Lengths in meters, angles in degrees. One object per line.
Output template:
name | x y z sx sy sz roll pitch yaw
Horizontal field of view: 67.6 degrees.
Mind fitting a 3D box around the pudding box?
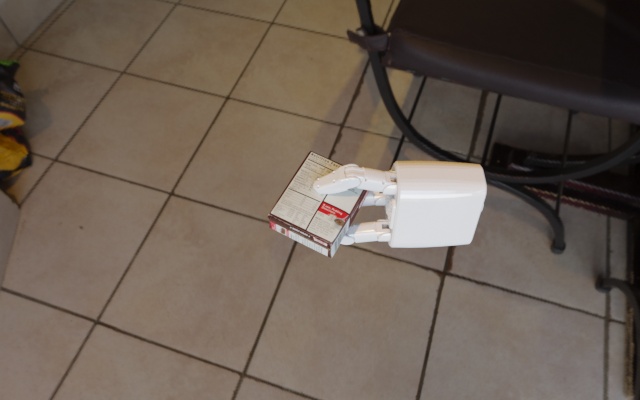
pudding box | 0.000 0.002 0.596 0.090 0.113 0.039 25 -30 13
